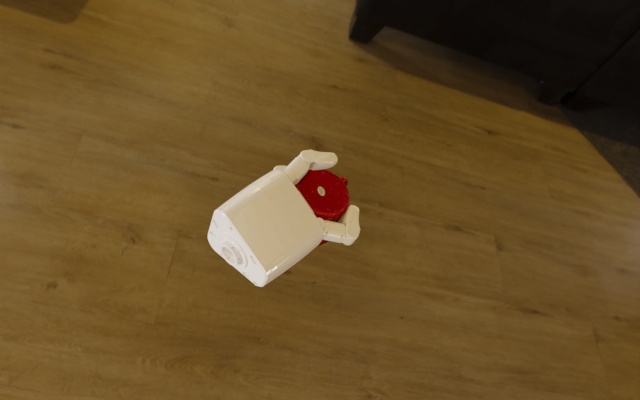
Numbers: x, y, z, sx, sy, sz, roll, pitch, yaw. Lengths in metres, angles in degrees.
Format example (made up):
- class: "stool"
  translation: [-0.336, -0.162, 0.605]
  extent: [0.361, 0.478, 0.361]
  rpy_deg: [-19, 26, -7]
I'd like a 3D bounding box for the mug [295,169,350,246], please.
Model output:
- class: "mug"
  translation: [0.001, 0.002, 0.701]
  extent: [0.117, 0.093, 0.081]
  rpy_deg: [-35, -15, -35]
